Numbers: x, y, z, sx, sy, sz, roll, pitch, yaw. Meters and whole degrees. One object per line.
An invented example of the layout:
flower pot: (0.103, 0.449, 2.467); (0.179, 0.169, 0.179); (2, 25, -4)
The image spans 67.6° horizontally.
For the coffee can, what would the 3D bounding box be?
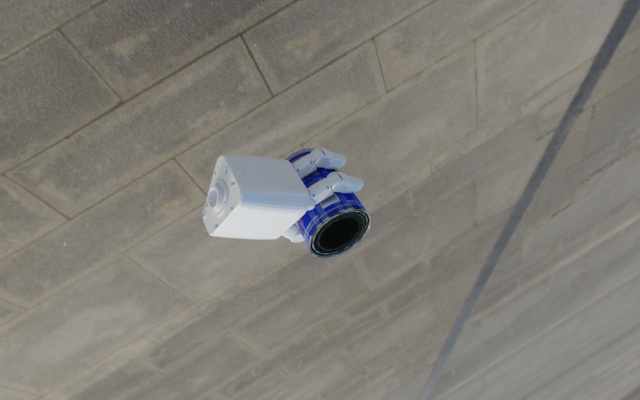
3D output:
coffee can: (0.000, 0.002, 0.734); (0.103, 0.103, 0.140); (0, 42, -36)
